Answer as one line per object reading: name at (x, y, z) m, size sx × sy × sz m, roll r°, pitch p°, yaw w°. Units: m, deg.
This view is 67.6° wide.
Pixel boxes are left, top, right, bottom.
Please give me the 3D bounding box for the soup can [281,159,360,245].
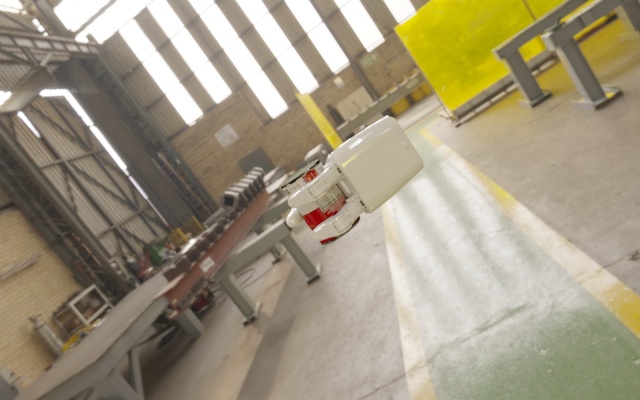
soup can at (0.000, 0.002, 0.668) m, size 0.068 × 0.102 × 0.068 m, roll -34°, pitch 9°, yaw 6°
